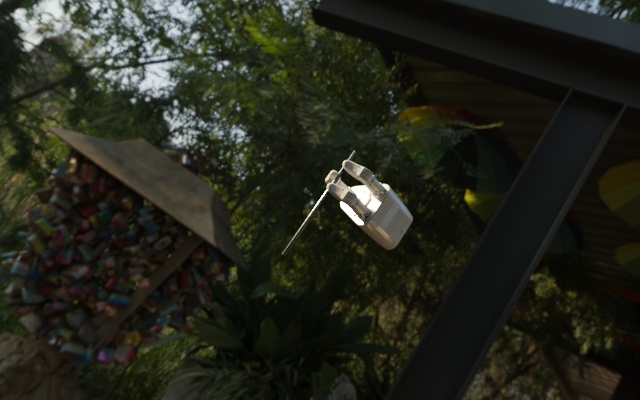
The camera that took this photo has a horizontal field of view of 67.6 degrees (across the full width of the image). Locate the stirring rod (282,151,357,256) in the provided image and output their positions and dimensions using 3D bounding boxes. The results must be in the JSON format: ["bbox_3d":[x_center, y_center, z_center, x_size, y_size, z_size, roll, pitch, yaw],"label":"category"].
[{"bbox_3d":[0.000,0.003,0.898,0.011,0.239,0.011,33,-12,8],"label":"stirring rod"}]
